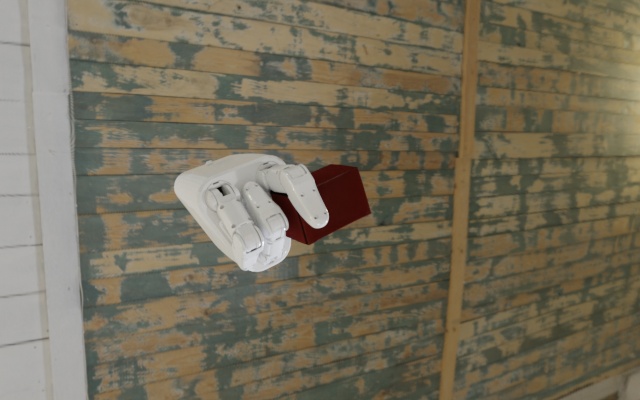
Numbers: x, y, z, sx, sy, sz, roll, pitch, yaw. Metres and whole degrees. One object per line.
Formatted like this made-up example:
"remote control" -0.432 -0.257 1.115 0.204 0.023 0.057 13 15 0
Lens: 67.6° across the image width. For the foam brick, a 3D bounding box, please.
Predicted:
"foam brick" 0.000 0.002 0.475 0.078 0.053 0.051 -24 19 -26
